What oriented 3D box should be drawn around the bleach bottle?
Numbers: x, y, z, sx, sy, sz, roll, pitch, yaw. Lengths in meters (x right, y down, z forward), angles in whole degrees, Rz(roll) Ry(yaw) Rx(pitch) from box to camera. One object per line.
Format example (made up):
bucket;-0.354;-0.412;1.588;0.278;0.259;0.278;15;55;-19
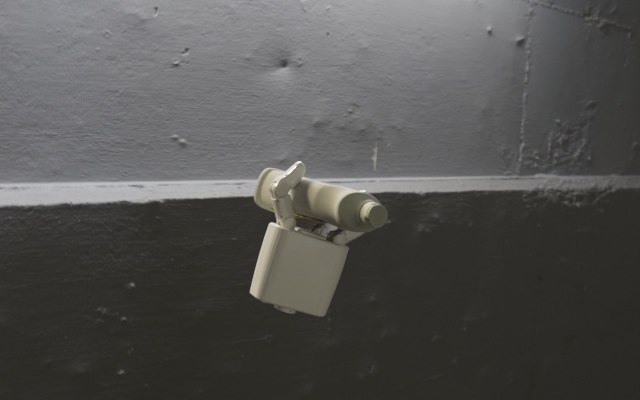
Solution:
bleach bottle;0.000;0.002;0.676;0.102;0.068;0.251;19;-3;-31
